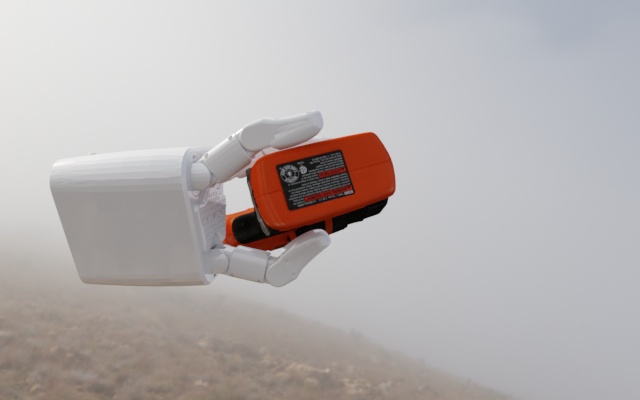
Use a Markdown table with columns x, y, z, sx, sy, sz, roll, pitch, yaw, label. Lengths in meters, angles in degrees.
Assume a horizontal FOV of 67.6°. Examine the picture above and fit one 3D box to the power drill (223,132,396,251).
| x | y | z | sx | sy | sz | roll | pitch | yaw | label |
| --- | --- | --- | --- | --- | --- | --- | --- | --- | --- |
| 0.000 | 0.001 | 0.429 | 0.184 | 0.057 | 0.188 | -17 | -10 | -16 | power drill |
